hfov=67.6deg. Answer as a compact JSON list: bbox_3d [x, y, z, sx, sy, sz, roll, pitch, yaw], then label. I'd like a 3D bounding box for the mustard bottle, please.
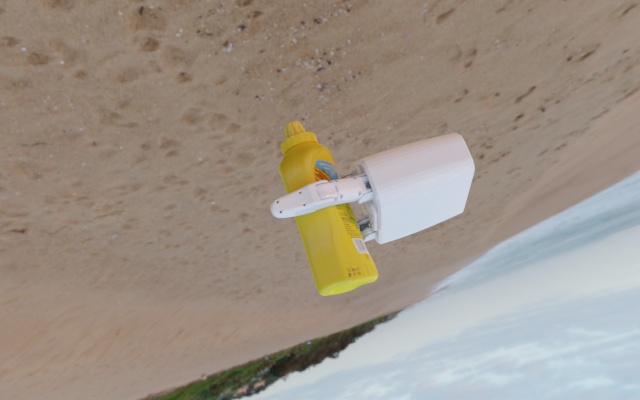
[{"bbox_3d":[0.000,0.002,0.509,0.058,0.191,0.096,-25,-16,20],"label":"mustard bottle"}]
